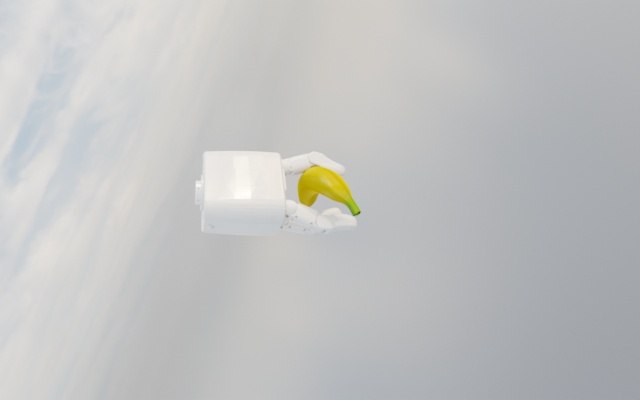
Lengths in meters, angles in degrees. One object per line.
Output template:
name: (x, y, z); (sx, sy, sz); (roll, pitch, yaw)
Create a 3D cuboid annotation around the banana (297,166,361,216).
banana: (-0.003, -0.015, 0.688); (0.037, 0.069, 0.198); (-17, 9, -18)
